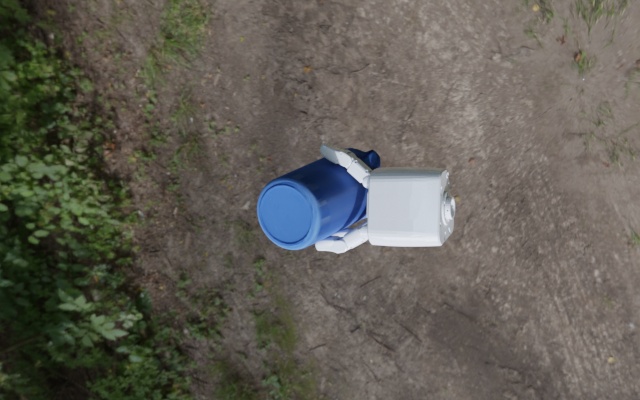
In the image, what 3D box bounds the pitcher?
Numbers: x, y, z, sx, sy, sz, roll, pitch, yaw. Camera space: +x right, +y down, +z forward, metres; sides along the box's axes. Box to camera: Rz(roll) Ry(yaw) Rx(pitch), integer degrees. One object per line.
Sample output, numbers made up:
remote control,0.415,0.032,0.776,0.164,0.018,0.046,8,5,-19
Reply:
pitcher,0.000,0.003,0.781,0.145,0.149,0.243,3,14,28
